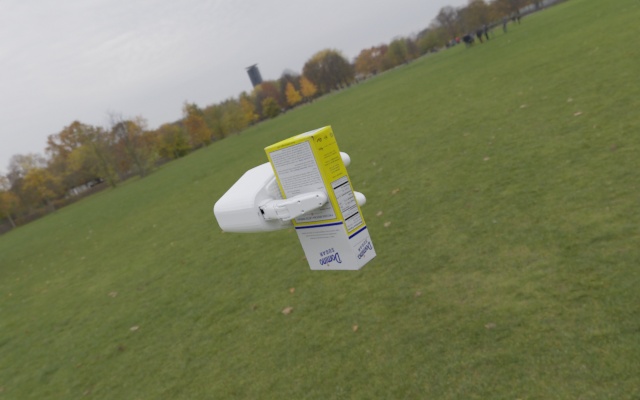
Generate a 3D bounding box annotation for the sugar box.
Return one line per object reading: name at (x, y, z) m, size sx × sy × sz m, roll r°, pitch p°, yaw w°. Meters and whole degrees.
sugar box at (0.000, 0.002, 0.610) m, size 0.093 × 0.176 × 0.048 m, roll -8°, pitch 18°, yaw 47°
